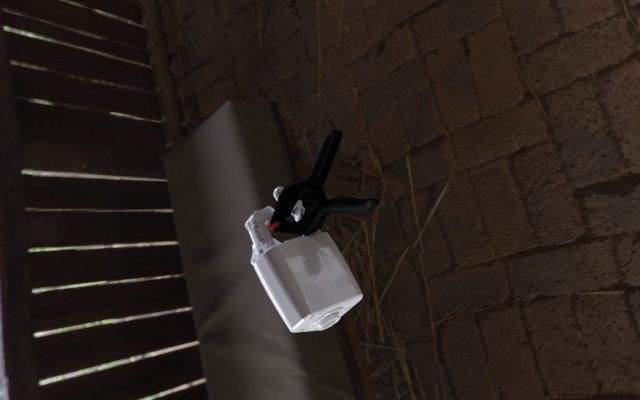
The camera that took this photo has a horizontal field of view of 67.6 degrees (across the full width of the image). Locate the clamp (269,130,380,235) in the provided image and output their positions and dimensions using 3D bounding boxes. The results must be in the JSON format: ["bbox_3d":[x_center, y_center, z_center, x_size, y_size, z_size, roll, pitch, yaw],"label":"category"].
[{"bbox_3d":[0.000,0.002,0.648,0.039,0.120,0.171,2,-41,-50],"label":"clamp"}]
